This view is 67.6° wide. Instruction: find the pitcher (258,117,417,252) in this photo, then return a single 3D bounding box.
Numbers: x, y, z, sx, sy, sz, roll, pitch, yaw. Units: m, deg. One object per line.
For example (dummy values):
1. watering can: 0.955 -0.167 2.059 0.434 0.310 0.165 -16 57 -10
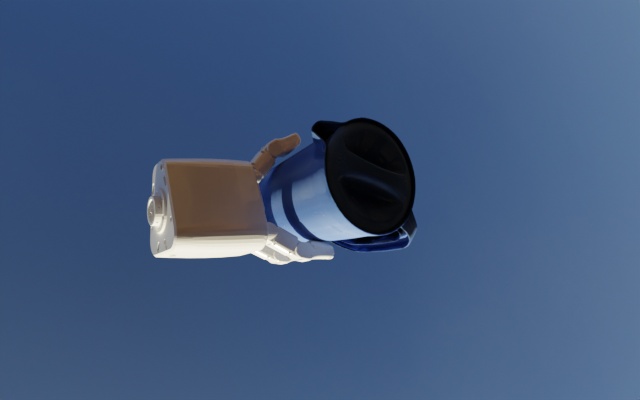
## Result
1. pitcher: 0.000 0.002 0.619 0.145 0.149 0.243 -2 -10 -36
